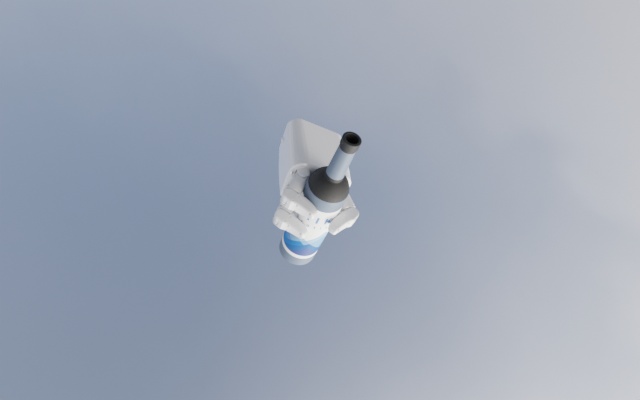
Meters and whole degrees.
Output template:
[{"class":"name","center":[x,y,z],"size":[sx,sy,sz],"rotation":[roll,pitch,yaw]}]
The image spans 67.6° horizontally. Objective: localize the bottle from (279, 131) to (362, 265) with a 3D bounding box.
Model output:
[{"class":"bottle","center":[0.000,0.003,0.749],"size":[0.069,0.069,0.296],"rotation":[0,-35,-21]}]
